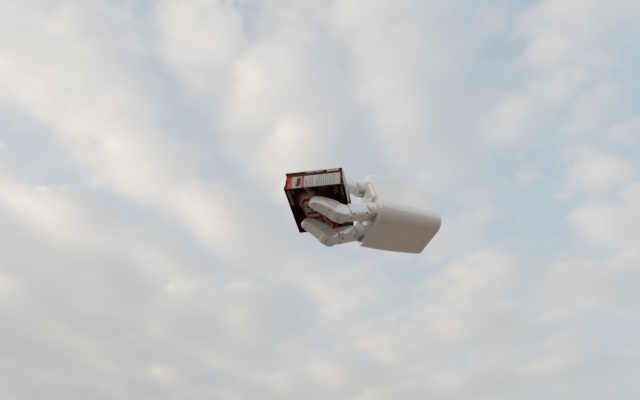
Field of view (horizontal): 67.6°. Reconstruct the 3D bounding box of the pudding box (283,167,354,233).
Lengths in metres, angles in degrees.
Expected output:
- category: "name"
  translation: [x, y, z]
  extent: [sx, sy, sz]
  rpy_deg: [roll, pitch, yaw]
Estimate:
- category: "pudding box"
  translation: [0.000, 0.002, 0.733]
  extent: [0.090, 0.039, 0.114]
  rpy_deg: [-6, -42, 9]
